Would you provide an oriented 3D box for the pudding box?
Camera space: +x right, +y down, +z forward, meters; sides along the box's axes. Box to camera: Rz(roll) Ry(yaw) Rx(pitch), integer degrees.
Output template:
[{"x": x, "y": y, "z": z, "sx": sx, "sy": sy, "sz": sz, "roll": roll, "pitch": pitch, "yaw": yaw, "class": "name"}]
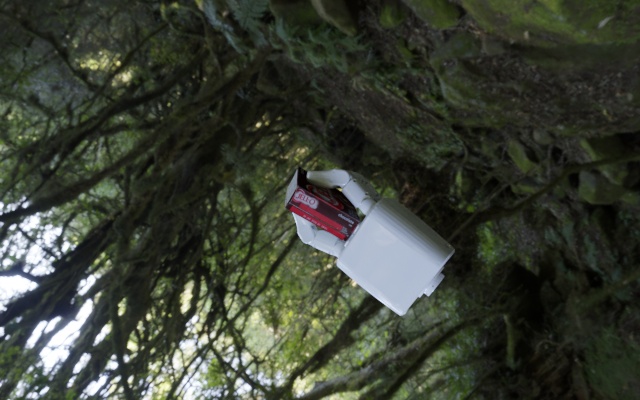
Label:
[{"x": 0.000, "y": 0.002, "z": 0.629, "sx": 0.090, "sy": 0.039, "sz": 0.113, "roll": 31, "pitch": 10, "yaw": -11, "class": "pudding box"}]
